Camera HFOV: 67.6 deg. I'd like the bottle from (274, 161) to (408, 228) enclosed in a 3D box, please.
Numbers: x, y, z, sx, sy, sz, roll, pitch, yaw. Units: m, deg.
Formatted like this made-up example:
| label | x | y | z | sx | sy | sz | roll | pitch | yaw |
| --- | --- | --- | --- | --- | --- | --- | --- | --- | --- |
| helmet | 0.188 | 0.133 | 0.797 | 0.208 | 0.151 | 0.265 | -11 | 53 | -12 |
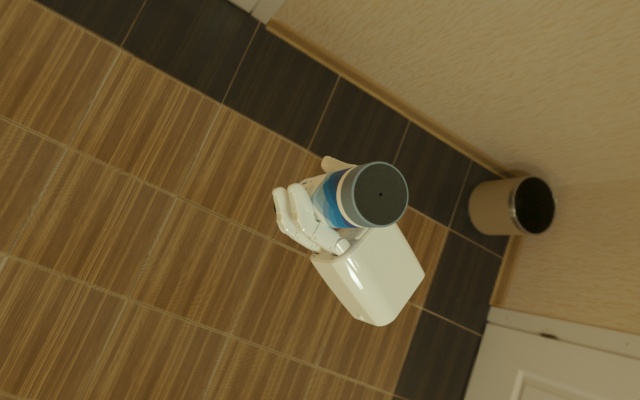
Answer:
| label | x | y | z | sx | sy | sz | roll | pitch | yaw |
| --- | --- | --- | --- | --- | --- | --- | --- | --- | --- |
| bottle | 0.000 | 0.002 | 0.609 | 0.069 | 0.069 | 0.296 | 0 | -3 | -24 |
